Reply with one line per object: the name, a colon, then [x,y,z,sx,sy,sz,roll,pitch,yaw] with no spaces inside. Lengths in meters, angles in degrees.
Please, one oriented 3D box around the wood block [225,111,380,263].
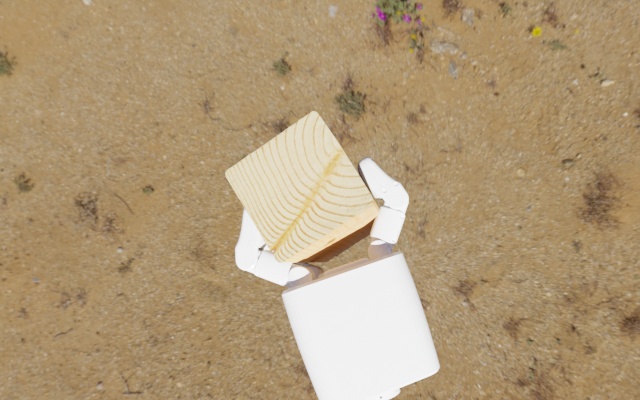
wood block: [0.001,0.002,0.468,0.091,0.090,0.206,-33,-11,4]
